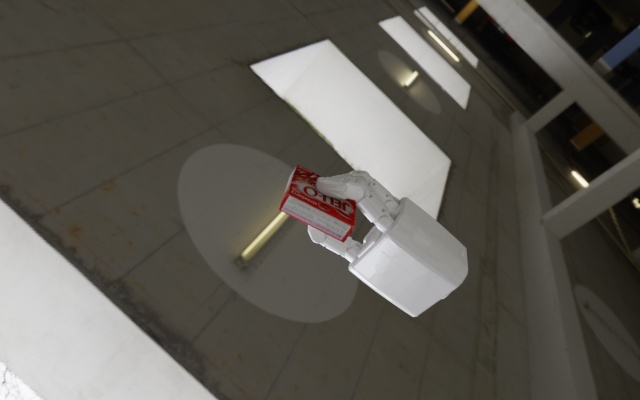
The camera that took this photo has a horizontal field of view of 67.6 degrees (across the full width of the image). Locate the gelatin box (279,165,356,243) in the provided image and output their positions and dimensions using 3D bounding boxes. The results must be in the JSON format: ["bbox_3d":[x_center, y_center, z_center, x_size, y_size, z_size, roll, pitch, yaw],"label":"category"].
[{"bbox_3d":[0.000,0.002,0.576,0.089,0.030,0.073,27,31,-9],"label":"gelatin box"}]
